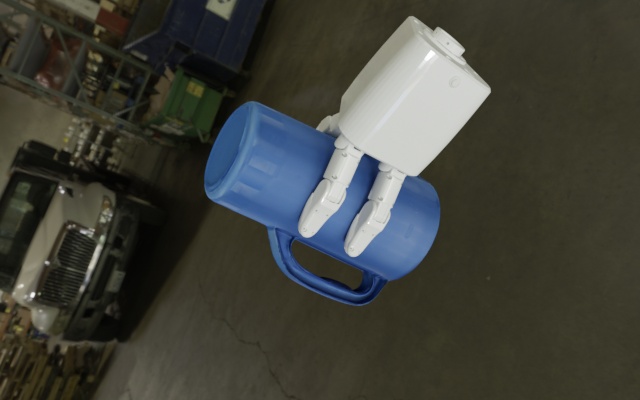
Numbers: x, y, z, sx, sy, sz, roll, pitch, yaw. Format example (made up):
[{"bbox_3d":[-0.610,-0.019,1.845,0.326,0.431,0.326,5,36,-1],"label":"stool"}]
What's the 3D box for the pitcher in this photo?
[{"bbox_3d":[0.000,0.002,0.523,0.243,0.149,0.145,24,-56,-28],"label":"pitcher"}]
